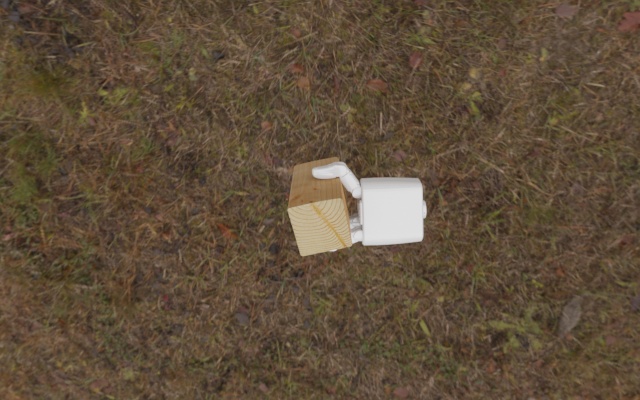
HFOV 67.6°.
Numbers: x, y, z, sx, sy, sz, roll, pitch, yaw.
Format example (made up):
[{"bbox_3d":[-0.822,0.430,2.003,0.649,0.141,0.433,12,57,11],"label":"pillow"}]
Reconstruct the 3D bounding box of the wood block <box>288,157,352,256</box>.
[{"bbox_3d":[0.000,0.002,0.855,0.090,0.091,0.206,-12,22,5],"label":"wood block"}]
